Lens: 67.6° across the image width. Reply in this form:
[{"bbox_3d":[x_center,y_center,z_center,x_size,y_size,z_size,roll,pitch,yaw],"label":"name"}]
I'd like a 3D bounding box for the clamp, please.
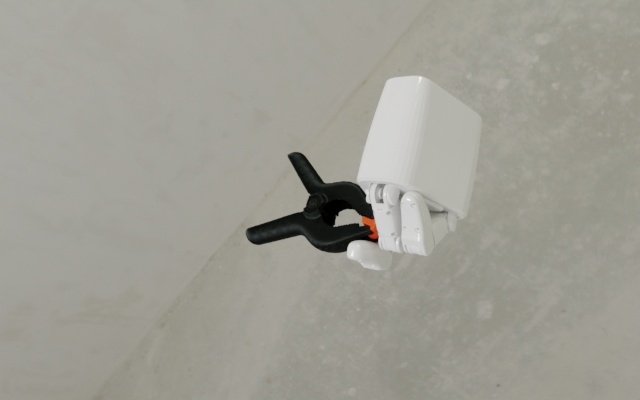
[{"bbox_3d":[0.000,0.002,0.519,0.171,0.120,0.039,7,-17,36],"label":"clamp"}]
